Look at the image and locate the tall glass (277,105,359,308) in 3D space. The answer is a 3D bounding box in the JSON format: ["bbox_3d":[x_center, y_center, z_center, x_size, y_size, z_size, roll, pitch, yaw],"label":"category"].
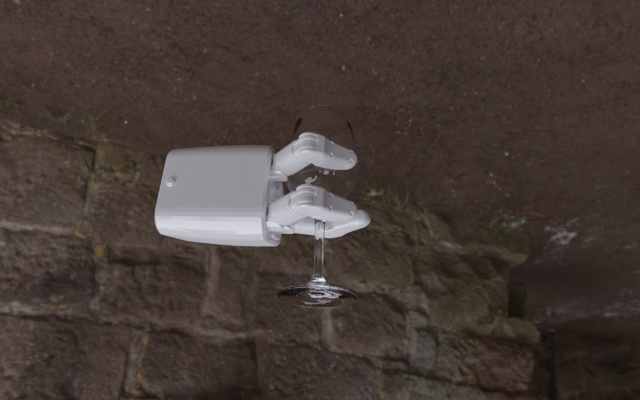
[{"bbox_3d":[0.000,0.002,0.487,0.079,0.201,0.079,2,-26,1],"label":"tall glass"}]
